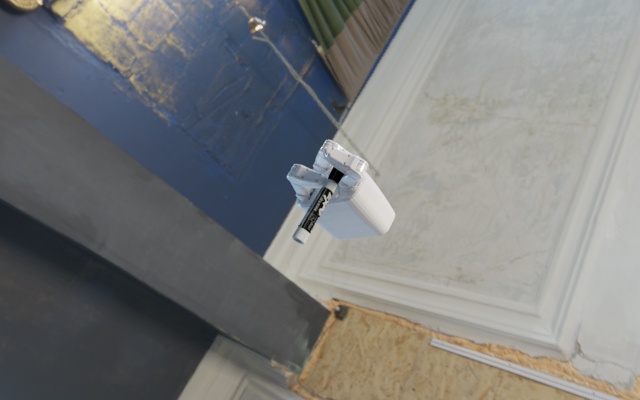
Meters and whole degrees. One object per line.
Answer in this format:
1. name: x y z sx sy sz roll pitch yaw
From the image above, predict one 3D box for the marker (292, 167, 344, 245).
1. marker: 0.000 0.002 0.625 0.020 0.121 0.020 27 -19 10
